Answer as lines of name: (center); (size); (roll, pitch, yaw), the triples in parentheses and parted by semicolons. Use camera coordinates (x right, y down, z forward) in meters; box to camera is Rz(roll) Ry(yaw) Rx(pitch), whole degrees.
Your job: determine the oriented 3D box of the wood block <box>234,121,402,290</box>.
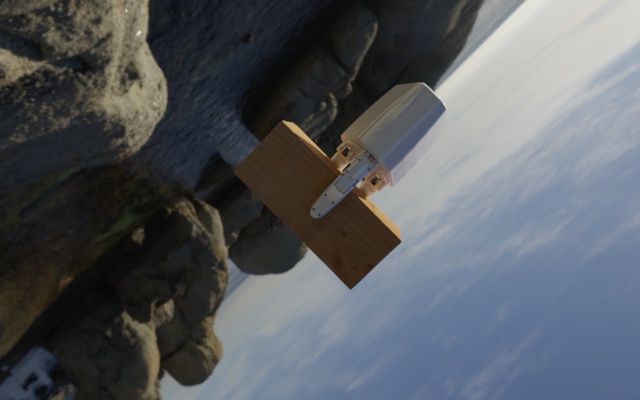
wood block: (0.000, 0.002, 0.620); (0.090, 0.206, 0.091); (-45, 0, 10)
